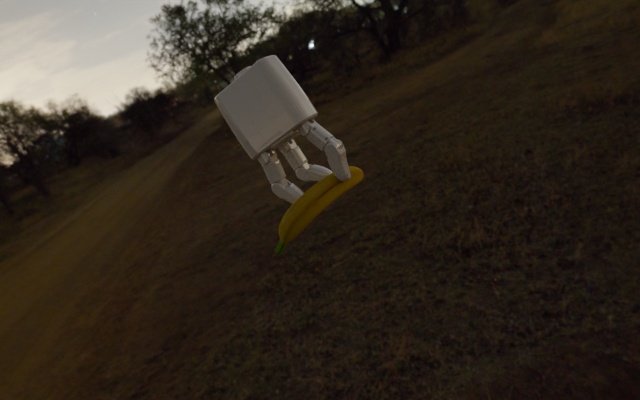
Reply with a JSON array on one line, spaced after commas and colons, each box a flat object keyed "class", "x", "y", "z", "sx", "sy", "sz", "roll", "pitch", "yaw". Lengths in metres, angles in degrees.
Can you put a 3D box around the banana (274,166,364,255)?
[{"class": "banana", "x": 0.002, "y": -0.004, "z": 0.695, "sx": 0.197, "sy": 0.037, "sz": 0.070, "roll": -41, "pitch": -10, "yaw": -28}]
